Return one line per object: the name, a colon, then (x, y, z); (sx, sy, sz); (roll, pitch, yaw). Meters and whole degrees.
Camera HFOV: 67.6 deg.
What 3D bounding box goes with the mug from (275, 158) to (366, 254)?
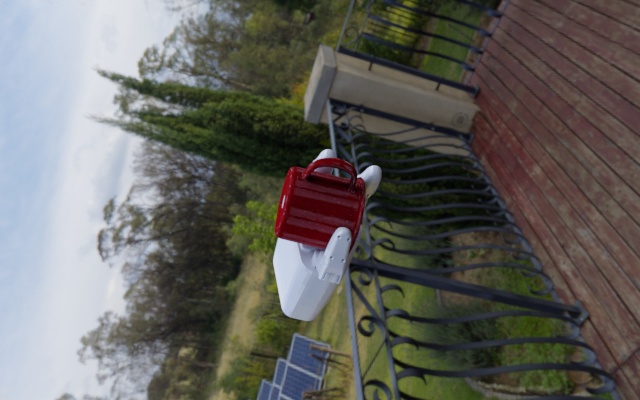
mug: (0.000, 0.001, 0.523); (0.081, 0.117, 0.093); (13, 43, -10)
